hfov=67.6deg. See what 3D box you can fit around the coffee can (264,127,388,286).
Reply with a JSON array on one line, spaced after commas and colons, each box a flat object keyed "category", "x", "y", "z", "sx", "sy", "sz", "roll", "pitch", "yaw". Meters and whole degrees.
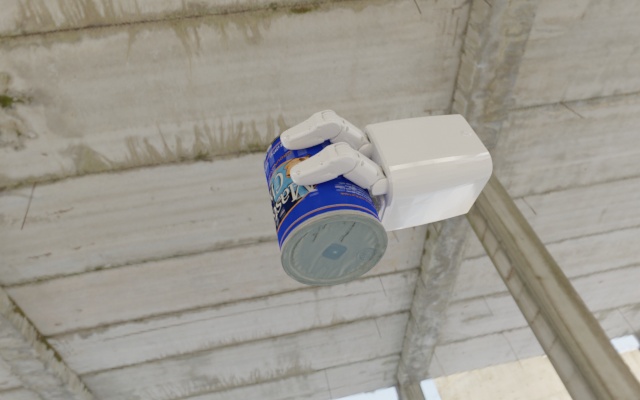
[{"category": "coffee can", "x": 0.000, "y": 0.002, "z": 0.494, "sx": 0.103, "sy": 0.103, "sz": 0.140, "roll": 0, "pitch": 43, "yaw": -16}]
